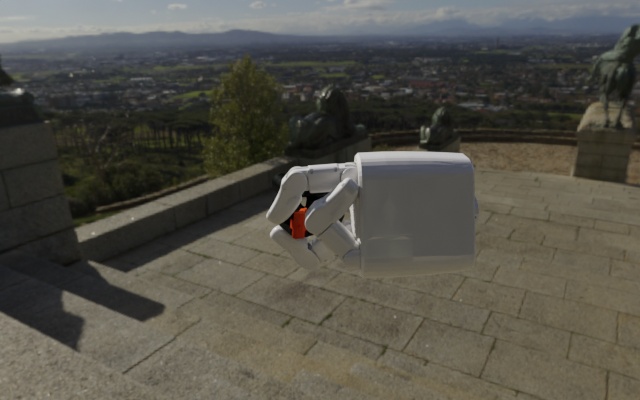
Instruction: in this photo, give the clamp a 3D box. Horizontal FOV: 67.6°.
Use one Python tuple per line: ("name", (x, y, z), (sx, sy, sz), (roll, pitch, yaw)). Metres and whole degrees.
("clamp", (0.000, 0.001, 0.541), (0.120, 0.039, 0.171), (-2, 19, -1))
